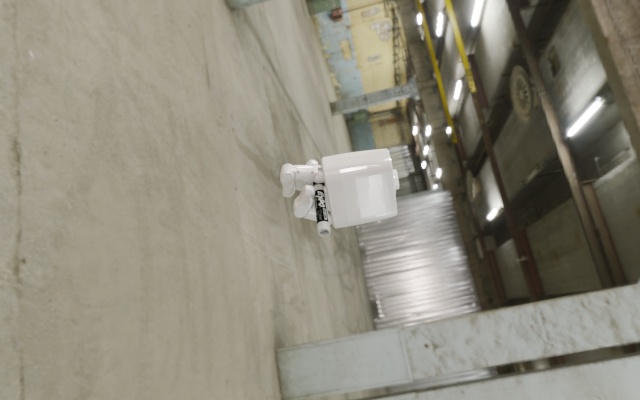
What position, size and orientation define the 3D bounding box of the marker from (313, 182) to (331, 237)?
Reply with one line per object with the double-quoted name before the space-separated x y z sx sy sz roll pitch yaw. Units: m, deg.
"marker" 0.000 0.002 0.728 0.020 0.121 0.020 -4 -42 -3
